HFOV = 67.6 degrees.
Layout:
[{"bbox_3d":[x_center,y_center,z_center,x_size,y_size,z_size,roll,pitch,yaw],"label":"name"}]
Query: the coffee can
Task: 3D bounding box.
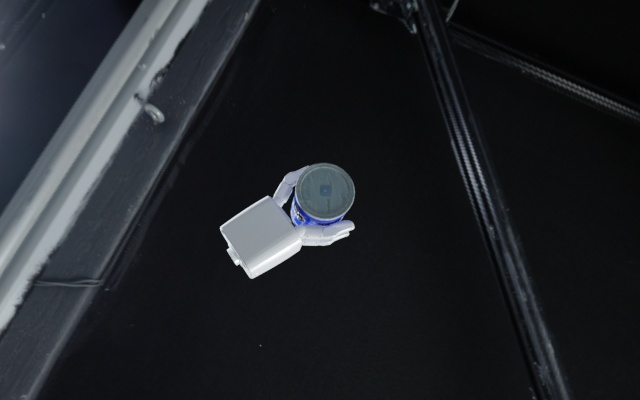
[{"bbox_3d":[0.000,0.003,0.885,0.103,0.102,0.140,0,-17,-7],"label":"coffee can"}]
